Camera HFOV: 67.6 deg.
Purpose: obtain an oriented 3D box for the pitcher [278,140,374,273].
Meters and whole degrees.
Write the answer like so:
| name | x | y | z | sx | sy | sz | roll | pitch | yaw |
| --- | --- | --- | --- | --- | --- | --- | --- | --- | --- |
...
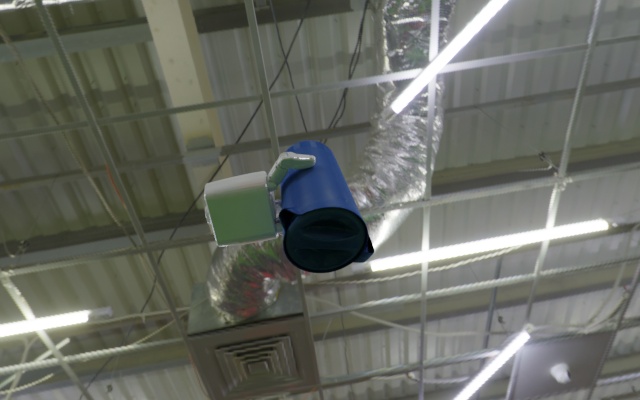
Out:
| name | x | y | z | sx | sy | sz | roll | pitch | yaw |
| --- | --- | --- | --- | --- | --- | --- | --- | --- | --- |
| pitcher | 0.000 | 0.003 | 0.827 | 0.145 | 0.149 | 0.242 | -12 | 37 | -1 |
